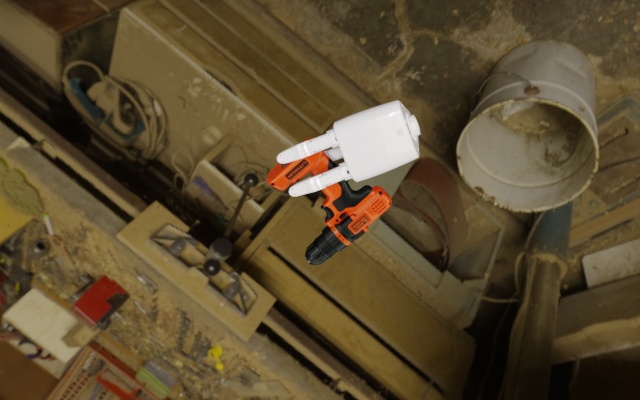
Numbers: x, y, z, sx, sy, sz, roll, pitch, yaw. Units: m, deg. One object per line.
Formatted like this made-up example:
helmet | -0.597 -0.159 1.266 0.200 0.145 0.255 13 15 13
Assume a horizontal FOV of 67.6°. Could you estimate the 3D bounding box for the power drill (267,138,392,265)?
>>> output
power drill | 0.000 0.002 0.804 0.188 0.184 0.057 44 9 -23
